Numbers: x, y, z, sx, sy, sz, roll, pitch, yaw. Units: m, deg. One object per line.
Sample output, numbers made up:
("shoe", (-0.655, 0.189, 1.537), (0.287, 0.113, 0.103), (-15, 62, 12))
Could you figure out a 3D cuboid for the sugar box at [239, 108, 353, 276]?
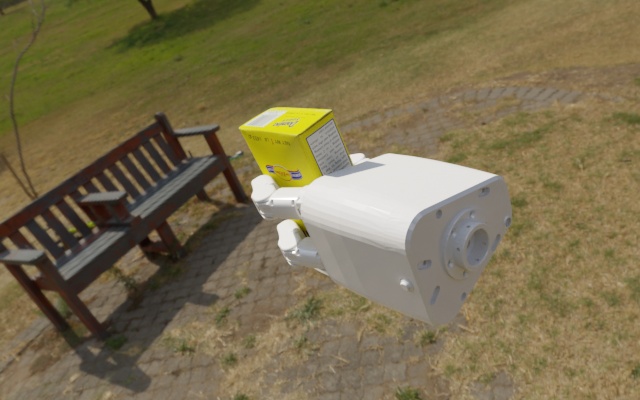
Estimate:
("sugar box", (0.000, 0.002, 0.439), (0.048, 0.176, 0.093), (-38, 31, -26))
